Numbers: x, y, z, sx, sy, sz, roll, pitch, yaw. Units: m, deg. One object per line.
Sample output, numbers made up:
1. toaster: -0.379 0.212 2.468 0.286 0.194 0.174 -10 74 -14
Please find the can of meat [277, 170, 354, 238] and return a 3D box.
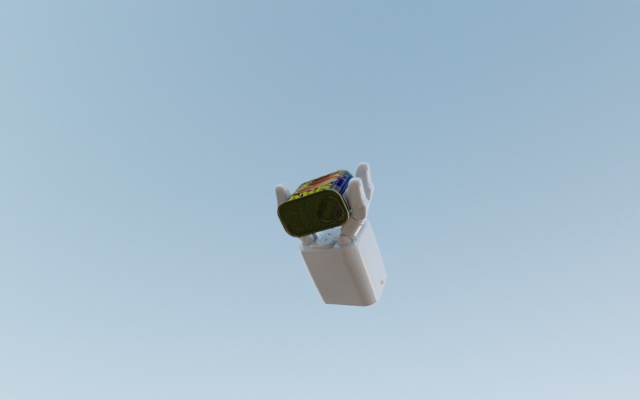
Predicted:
1. can of meat: 0.000 0.002 0.694 0.102 0.057 0.084 -17 18 25
